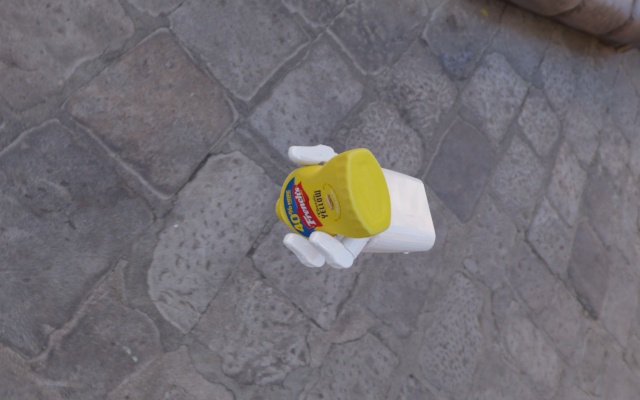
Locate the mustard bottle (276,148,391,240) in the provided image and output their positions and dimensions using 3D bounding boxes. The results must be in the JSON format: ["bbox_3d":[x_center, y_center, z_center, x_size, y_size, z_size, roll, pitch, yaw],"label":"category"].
[{"bbox_3d":[0.000,0.002,0.585,0.058,0.096,0.191,-20,4,-35],"label":"mustard bottle"}]
